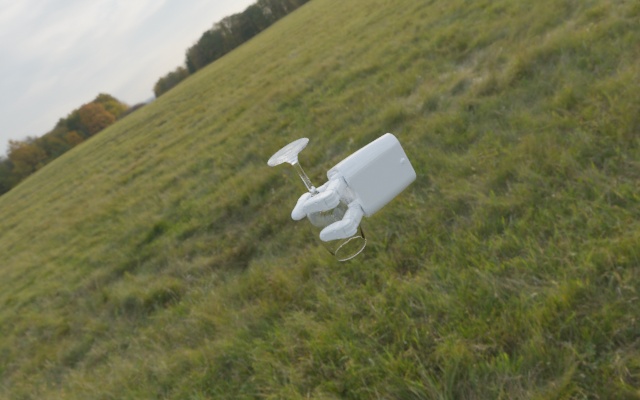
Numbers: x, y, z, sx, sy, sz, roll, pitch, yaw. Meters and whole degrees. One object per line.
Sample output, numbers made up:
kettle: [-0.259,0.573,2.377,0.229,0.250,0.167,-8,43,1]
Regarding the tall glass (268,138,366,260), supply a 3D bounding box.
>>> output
tall glass: [0.000,0.002,0.771,0.079,0.201,0.079,-28,21,12]
